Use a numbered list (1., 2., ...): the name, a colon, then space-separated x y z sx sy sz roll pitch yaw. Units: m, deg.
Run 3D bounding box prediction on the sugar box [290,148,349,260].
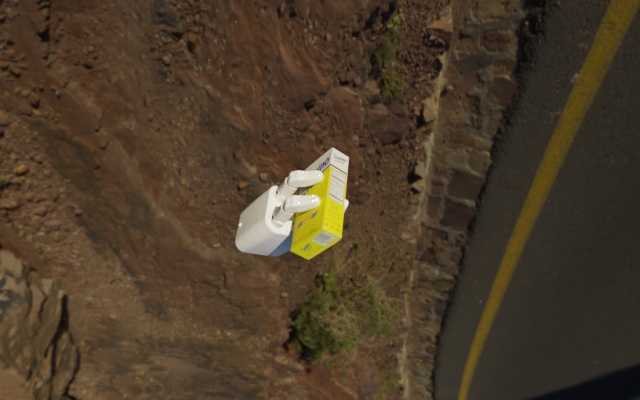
1. sugar box: 0.000 0.003 0.814 0.048 0.176 0.093 27 -43 -27
